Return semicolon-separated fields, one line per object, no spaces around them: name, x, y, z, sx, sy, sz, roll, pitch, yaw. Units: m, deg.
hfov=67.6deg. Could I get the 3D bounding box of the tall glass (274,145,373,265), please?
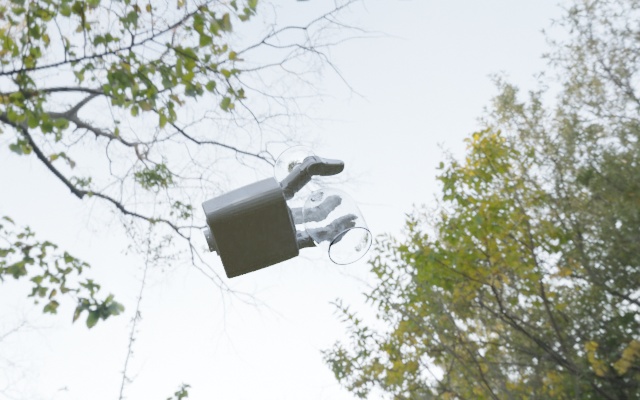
tall glass;0.000;0.002;0.670;0.079;0.079;0.201;0;34;-28
